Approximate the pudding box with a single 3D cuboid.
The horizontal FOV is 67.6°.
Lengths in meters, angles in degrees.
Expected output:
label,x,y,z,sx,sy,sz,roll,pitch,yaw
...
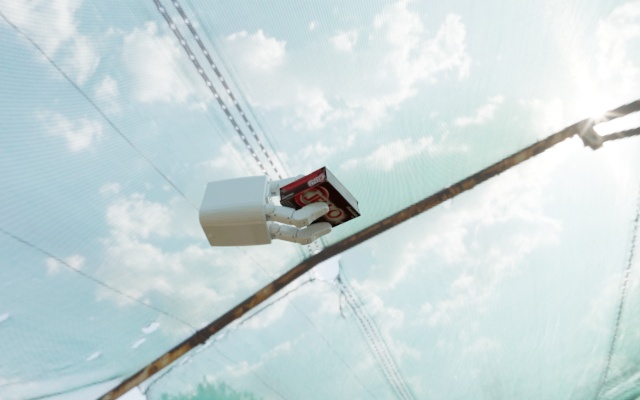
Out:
label,x,y,z,sx,sy,sz,roll,pitch,yaw
pudding box,0.000,0.002,0.783,0.090,0.039,0.113,-24,-41,22
